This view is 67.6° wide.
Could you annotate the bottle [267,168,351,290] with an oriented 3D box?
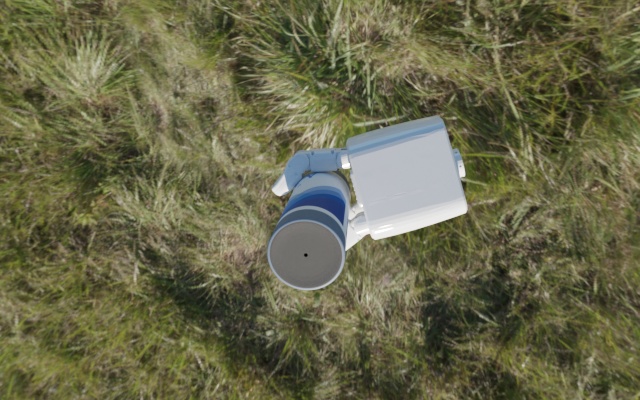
[{"bbox_3d":[0.000,0.002,0.542,0.069,0.069,0.295,0,18,5],"label":"bottle"}]
